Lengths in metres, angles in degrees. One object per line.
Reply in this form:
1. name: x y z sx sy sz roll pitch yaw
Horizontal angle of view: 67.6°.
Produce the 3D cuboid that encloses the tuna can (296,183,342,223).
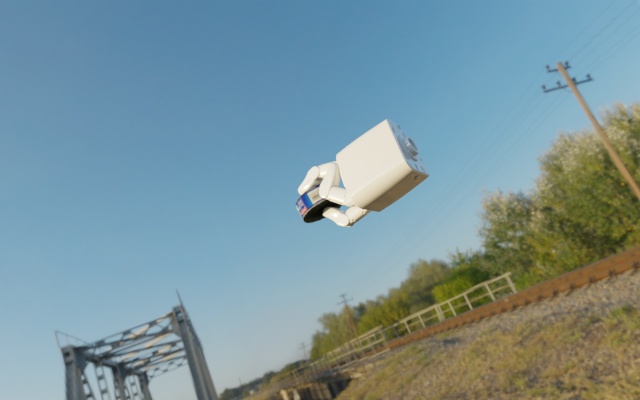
1. tuna can: 0.000 0.002 0.844 0.086 0.033 0.086 -26 -20 -10
